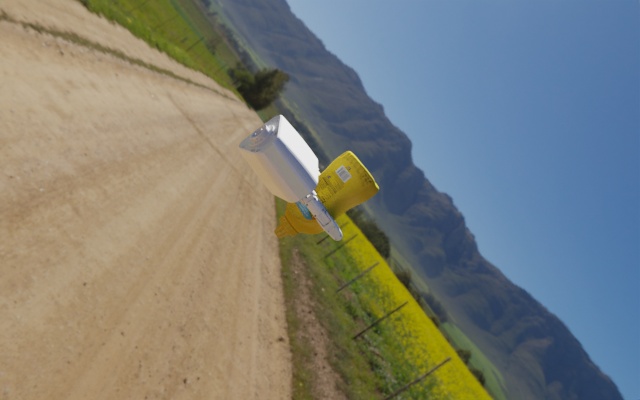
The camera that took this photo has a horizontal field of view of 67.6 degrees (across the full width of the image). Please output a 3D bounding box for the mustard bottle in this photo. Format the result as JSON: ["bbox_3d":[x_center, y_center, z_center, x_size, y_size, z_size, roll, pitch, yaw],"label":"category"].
[{"bbox_3d":[0.001,0.003,0.829,0.191,0.096,0.058,-37,-37,2],"label":"mustard bottle"}]
